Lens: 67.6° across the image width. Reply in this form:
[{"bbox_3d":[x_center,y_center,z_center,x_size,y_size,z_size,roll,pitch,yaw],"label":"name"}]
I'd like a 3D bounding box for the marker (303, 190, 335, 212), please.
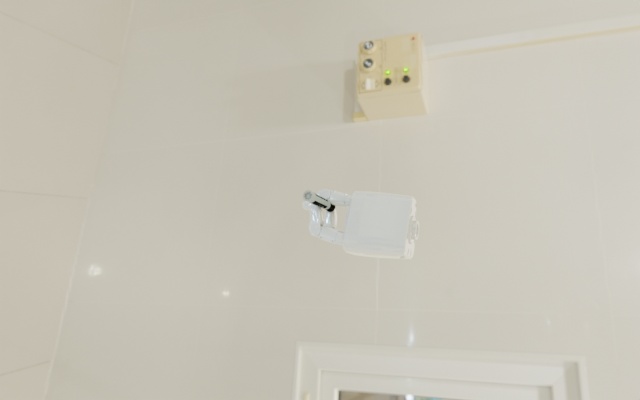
[{"bbox_3d":[0.000,0.003,0.827,0.020,0.020,0.121,0,-10,20],"label":"marker"}]
